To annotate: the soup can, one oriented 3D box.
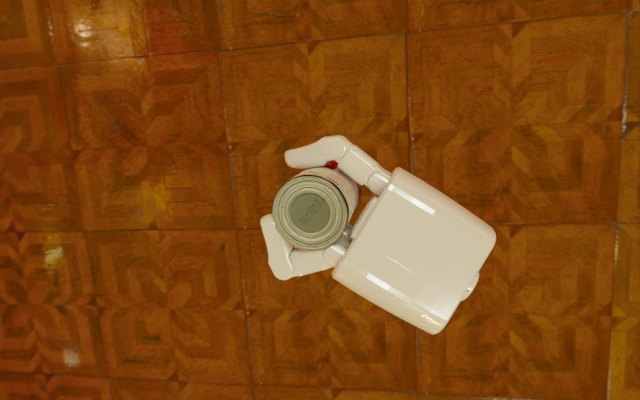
[{"bbox_3d":[0.000,0.001,0.447,0.068,0.068,0.102,0,12,11],"label":"soup can"}]
